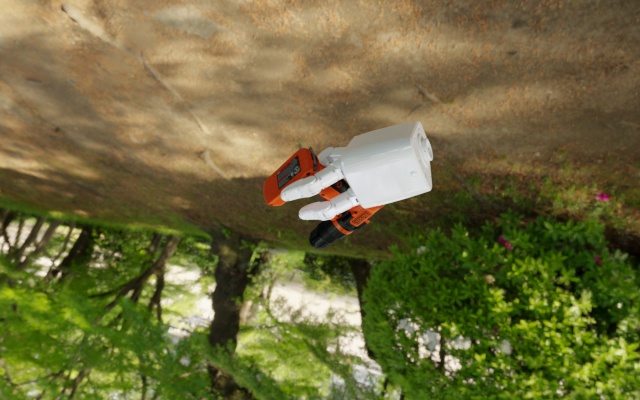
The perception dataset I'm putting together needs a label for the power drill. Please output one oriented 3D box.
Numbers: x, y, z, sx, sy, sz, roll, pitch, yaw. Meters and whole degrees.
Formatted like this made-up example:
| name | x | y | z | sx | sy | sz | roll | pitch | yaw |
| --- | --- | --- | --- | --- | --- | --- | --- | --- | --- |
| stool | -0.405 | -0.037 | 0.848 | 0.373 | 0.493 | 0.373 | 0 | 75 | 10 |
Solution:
| name | x | y | z | sx | sy | sz | roll | pitch | yaw |
| --- | --- | --- | --- | --- | --- | --- | --- | --- | --- |
| power drill | 0.000 | 0.002 | 0.789 | 0.188 | 0.057 | 0.184 | 26 | -56 | -39 |
